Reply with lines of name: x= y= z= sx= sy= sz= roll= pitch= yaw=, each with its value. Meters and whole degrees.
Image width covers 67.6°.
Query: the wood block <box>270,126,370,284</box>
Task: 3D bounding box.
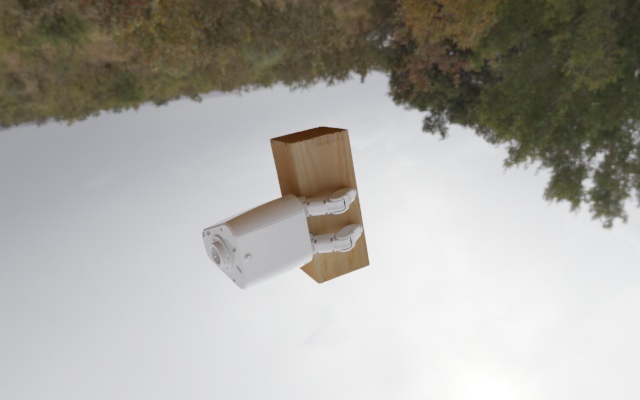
wood block: x=0.000 y=0.002 z=0.705 sx=0.090 sy=0.206 sz=0.091 roll=-17 pitch=18 yaw=-21
